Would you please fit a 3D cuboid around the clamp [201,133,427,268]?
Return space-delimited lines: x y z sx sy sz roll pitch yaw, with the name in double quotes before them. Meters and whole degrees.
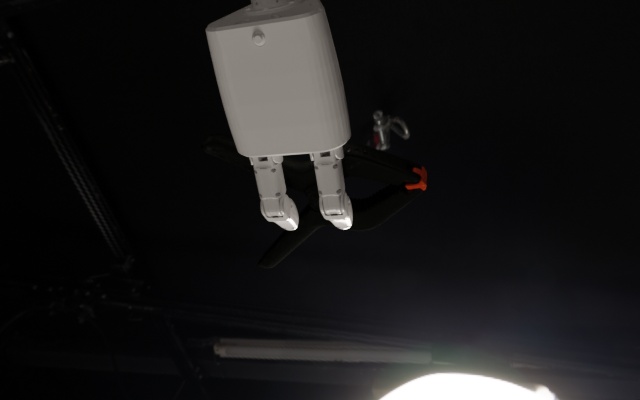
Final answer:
"clamp" 0.001 0.001 0.477 0.210 0.165 0.036 -2 34 15
